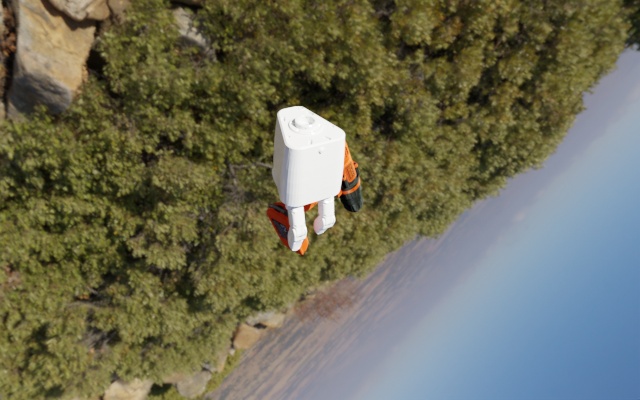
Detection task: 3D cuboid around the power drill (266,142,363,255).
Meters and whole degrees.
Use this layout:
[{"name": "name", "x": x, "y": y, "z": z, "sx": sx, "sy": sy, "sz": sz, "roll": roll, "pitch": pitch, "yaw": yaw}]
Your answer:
[{"name": "power drill", "x": 0.000, "y": 0.003, "z": 0.844, "sx": 0.057, "sy": 0.187, "sz": 0.185, "roll": 23, "pitch": -29, "yaw": 37}]
